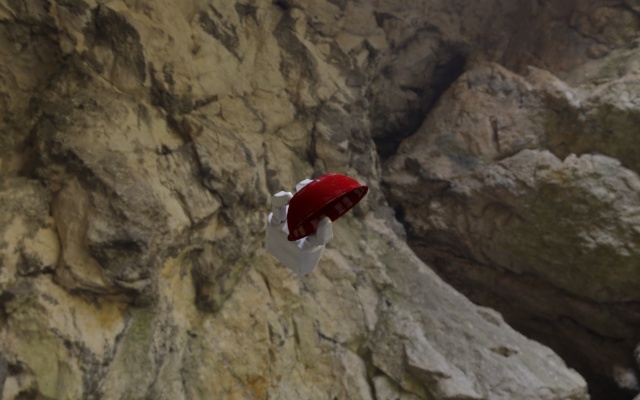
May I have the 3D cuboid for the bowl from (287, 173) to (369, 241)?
[{"bbox_3d":[0.001,0.002,0.806,0.162,0.055,0.162,-31,-13,-8],"label":"bowl"}]
